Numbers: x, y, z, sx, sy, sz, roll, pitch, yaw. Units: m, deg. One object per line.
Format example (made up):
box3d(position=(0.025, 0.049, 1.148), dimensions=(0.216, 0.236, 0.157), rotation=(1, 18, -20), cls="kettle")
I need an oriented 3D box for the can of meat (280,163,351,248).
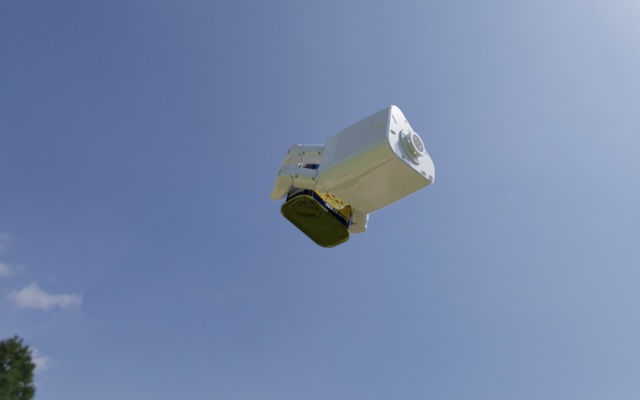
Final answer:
box3d(position=(0.000, 0.002, 0.674), dimensions=(0.057, 0.084, 0.102), rotation=(-28, -57, 35), cls="can of meat")
